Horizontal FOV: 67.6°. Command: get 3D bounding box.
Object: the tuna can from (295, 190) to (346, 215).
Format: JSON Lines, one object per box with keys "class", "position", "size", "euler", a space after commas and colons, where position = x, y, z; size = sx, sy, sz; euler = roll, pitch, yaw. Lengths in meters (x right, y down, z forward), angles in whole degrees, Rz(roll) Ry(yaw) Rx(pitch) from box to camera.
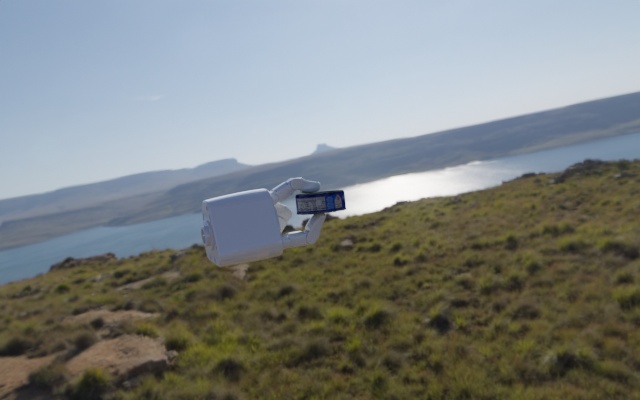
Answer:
{"class": "tuna can", "position": [0.000, 0.002, 0.814], "size": [0.086, 0.034, 0.086], "euler": [-6, 3, 0]}
